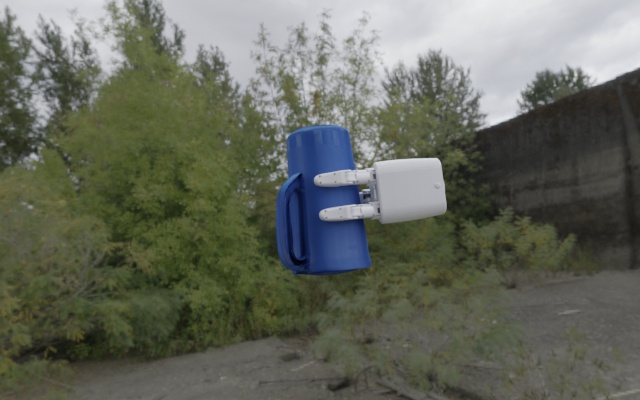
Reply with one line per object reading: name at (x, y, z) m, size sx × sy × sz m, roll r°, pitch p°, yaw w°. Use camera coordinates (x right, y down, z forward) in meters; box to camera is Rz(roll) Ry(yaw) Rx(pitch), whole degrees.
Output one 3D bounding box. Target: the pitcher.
pitcher at (0.000, 0.003, 0.795) m, size 0.145 × 0.243 × 0.149 m, roll -6°, pitch -6°, yaw 0°
